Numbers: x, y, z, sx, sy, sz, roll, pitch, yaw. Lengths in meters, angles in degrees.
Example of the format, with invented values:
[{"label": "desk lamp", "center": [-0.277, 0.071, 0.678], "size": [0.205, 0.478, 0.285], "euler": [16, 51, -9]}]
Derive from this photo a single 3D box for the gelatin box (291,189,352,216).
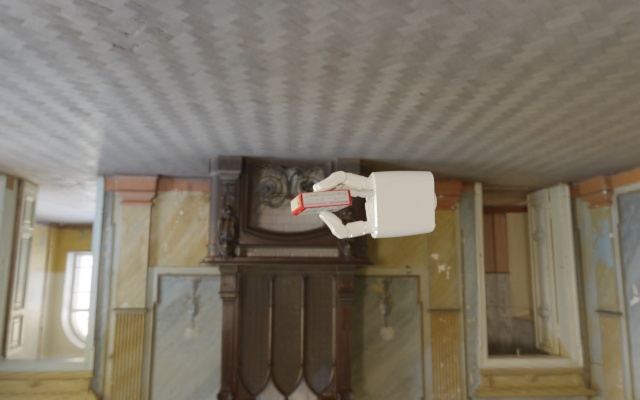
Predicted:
[{"label": "gelatin box", "center": [0.000, 0.003, 0.823], "size": [0.089, 0.030, 0.073], "euler": [-5, -9, -18]}]
